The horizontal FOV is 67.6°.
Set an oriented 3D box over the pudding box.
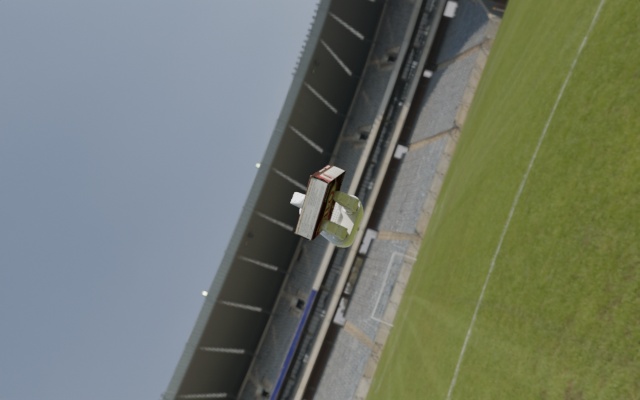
[{"bbox_3d":[0.000,0.003,0.821,0.039,0.113,0.090,20,22,14],"label":"pudding box"}]
